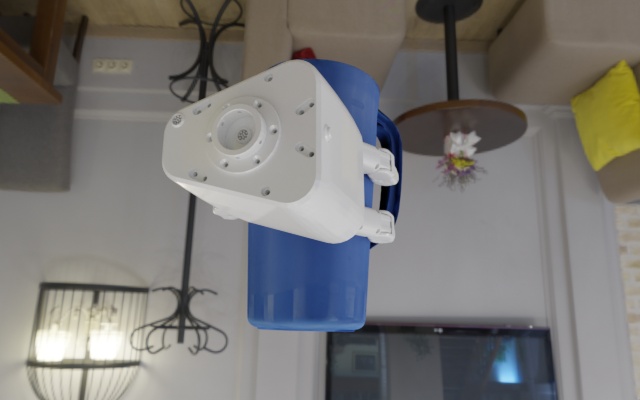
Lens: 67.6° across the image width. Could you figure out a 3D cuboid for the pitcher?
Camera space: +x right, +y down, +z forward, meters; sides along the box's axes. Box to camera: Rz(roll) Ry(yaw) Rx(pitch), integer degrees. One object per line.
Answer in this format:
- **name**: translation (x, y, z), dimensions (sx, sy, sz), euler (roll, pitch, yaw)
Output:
- **pitcher**: translation (0.000, 0.001, 0.466), dimensions (0.149, 0.242, 0.145), euler (-2, -15, 15)
